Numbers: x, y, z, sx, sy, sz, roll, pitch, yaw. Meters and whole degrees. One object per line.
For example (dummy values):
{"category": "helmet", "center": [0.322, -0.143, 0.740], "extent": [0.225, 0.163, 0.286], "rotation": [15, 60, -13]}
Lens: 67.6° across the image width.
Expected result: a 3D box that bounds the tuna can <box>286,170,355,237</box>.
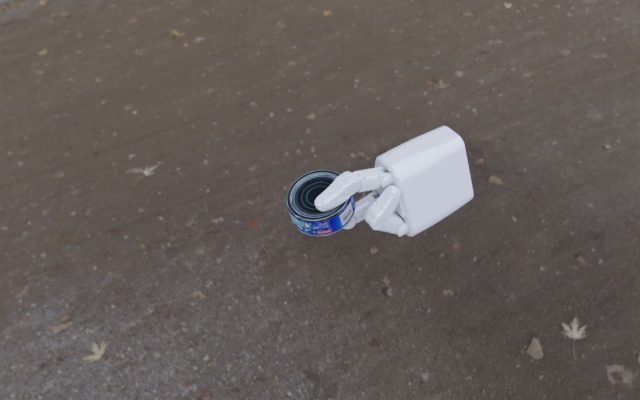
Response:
{"category": "tuna can", "center": [0.000, 0.002, 0.613], "extent": [0.086, 0.086, 0.034], "rotation": [0, -38, 15]}
